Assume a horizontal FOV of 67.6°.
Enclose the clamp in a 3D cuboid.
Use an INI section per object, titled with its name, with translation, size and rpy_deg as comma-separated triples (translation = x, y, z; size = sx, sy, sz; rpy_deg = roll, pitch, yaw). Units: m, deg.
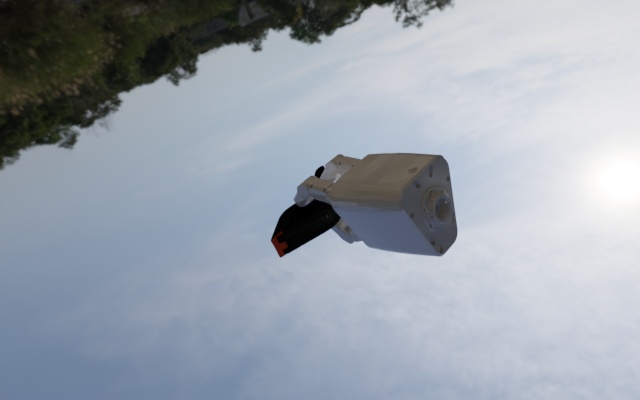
[clamp]
translation = 0.000, 0.003, 0.665
size = 0.210, 0.036, 0.164
rpy_deg = -40, 25, -31
